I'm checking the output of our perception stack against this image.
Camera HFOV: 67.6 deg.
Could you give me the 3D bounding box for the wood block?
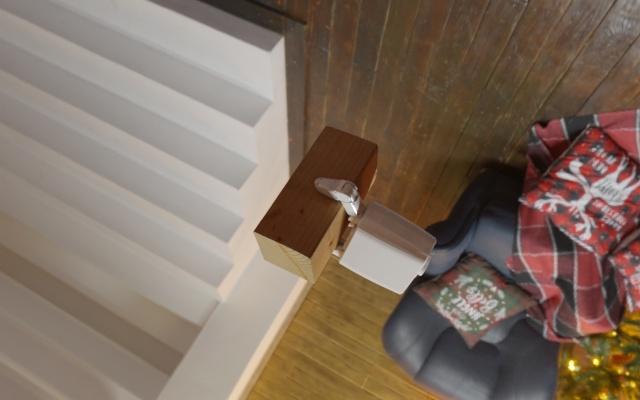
[{"bbox_3d":[0.000,0.002,0.703,0.090,0.206,0.091,23,-28,18],"label":"wood block"}]
